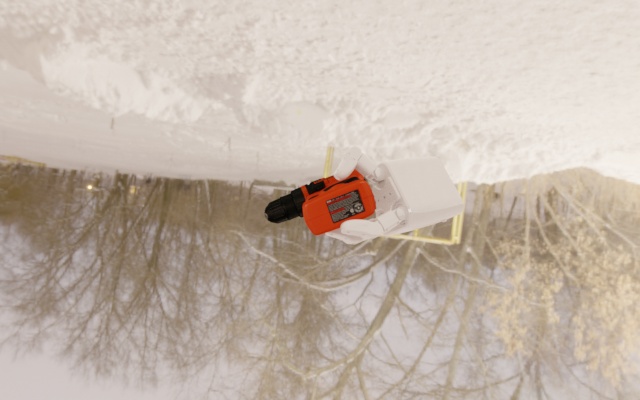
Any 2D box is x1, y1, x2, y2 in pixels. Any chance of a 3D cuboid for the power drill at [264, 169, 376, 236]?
[{"bbox_3d":[0.000,0.003,0.759,0.184,0.057,0.187,-23,12,-4],"label":"power drill"}]
